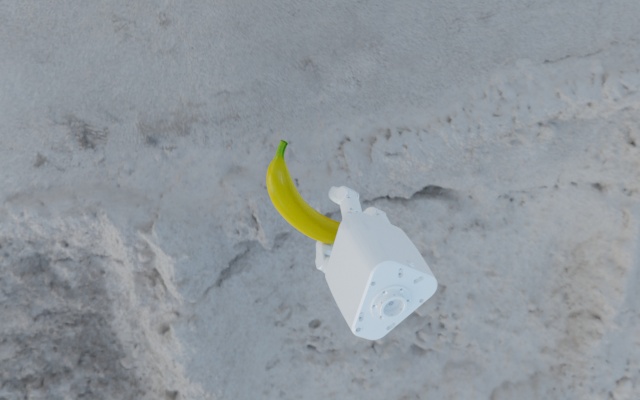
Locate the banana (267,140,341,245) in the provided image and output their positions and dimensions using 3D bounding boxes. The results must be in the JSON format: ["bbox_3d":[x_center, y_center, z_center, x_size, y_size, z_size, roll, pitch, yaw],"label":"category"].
[{"bbox_3d":[-0.017,0.011,0.667,0.069,0.198,0.037,-37,29,3],"label":"banana"}]
